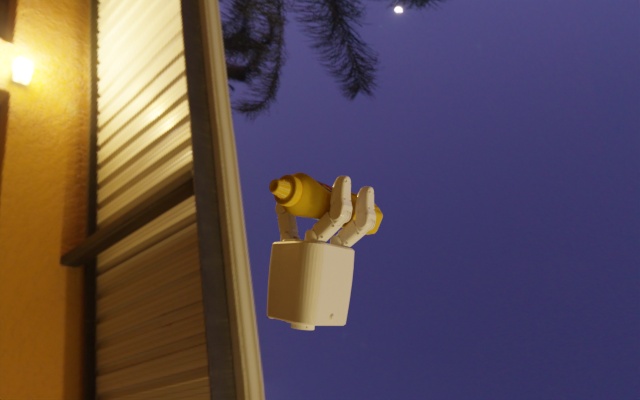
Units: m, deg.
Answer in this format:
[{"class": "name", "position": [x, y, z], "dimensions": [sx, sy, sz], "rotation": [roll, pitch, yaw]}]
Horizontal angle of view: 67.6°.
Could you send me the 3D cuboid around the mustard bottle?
[{"class": "mustard bottle", "position": [0.000, 0.002, 0.673], "dimensions": [0.096, 0.058, 0.192], "rotation": [28, 6, 41]}]
